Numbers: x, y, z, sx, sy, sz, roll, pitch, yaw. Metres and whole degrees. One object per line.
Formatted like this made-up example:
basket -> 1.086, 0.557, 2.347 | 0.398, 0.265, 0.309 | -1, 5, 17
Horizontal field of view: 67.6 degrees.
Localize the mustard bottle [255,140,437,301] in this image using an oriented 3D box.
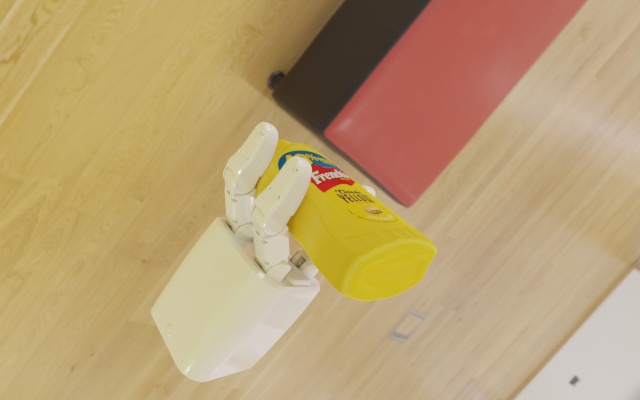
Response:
mustard bottle -> 0.000, 0.001, 0.400 | 0.096, 0.058, 0.191 | -1, 32, -41
